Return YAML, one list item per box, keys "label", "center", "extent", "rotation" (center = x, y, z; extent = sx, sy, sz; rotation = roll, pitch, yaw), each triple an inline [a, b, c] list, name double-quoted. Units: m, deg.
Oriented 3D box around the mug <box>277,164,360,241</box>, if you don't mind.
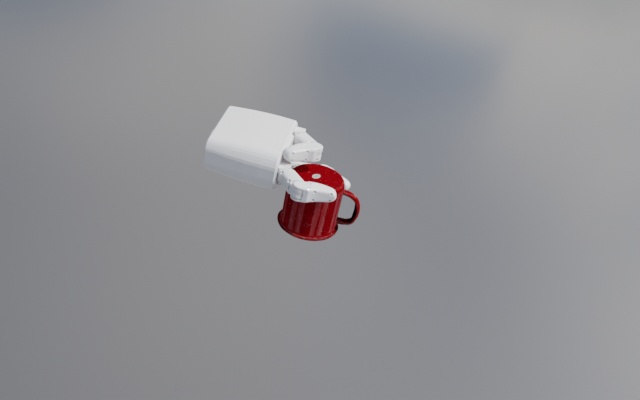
- label: "mug"
  center: [0.002, 0.003, 0.696]
  extent: [0.117, 0.081, 0.093]
  rotation: [15, 32, 3]
